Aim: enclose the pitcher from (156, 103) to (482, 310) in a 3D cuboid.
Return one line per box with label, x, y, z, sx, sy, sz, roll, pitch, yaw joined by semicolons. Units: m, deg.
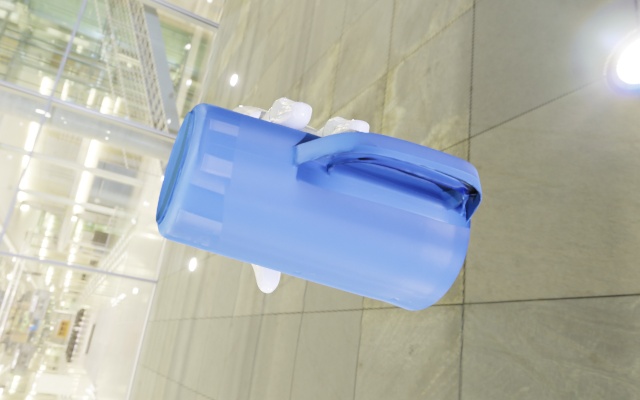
pitcher;0.000;0.001;0.400;0.243;0.149;0.145;17;11;-23
